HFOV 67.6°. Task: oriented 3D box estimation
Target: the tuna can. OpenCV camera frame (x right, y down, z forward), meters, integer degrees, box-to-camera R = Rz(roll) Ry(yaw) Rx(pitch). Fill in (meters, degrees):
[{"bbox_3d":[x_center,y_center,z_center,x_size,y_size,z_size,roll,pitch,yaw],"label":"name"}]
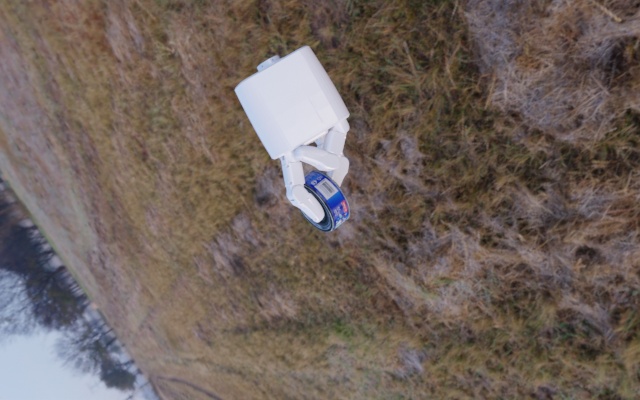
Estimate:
[{"bbox_3d":[0.000,0.003,0.673,0.033,0.086,0.086,-38,19,-25],"label":"tuna can"}]
